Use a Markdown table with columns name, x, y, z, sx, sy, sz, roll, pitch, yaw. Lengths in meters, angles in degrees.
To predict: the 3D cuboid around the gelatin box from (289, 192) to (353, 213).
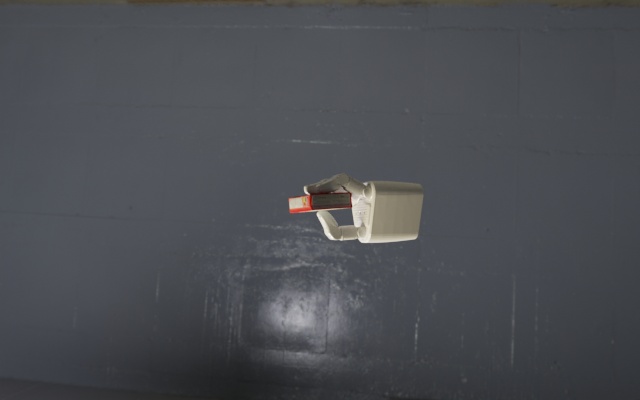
| name | x | y | z | sx | sy | sz | roll | pitch | yaw |
| --- | --- | --- | --- | --- | --- | --- | --- | --- | --- |
| gelatin box | 0.000 | 0.003 | 0.840 | 0.089 | 0.030 | 0.073 | -4 | -1 | -34 |
